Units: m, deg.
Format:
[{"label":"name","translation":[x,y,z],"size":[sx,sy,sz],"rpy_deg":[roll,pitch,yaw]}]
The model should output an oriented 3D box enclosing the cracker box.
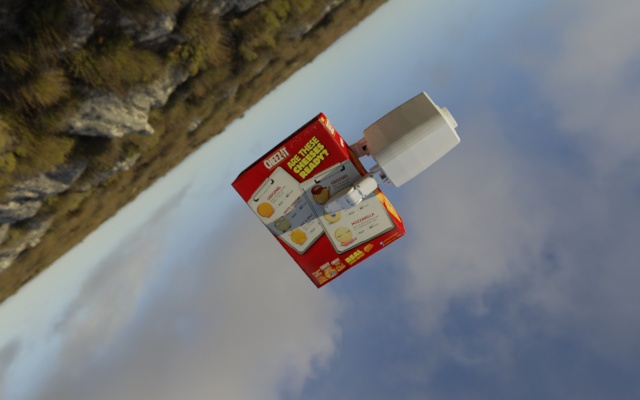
[{"label":"cracker box","translation":[0.000,0.003,0.720],"size":[0.164,0.214,0.072],"rpy_deg":[-34,15,14]}]
